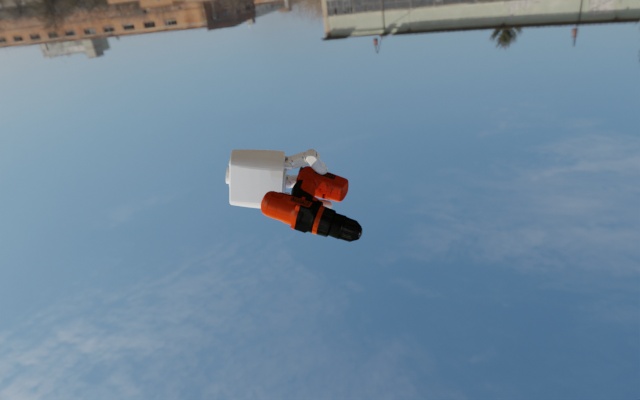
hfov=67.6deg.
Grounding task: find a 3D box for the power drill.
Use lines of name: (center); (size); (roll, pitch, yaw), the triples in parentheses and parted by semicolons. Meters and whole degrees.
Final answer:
power drill: (0.000, 0.003, 0.895); (0.184, 0.057, 0.187); (20, 24, 6)
